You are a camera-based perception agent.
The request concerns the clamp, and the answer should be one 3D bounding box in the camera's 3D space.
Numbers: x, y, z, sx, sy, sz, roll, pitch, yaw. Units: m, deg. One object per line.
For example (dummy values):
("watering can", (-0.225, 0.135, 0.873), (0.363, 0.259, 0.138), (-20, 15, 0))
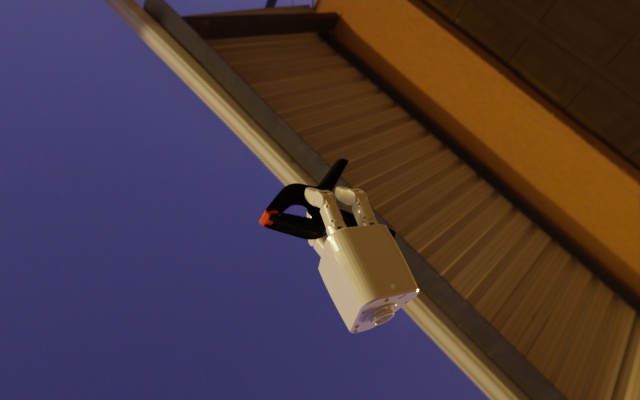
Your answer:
("clamp", (-0.001, 0.003, 0.721), (0.210, 0.164, 0.036), (-3, -36, -34))
